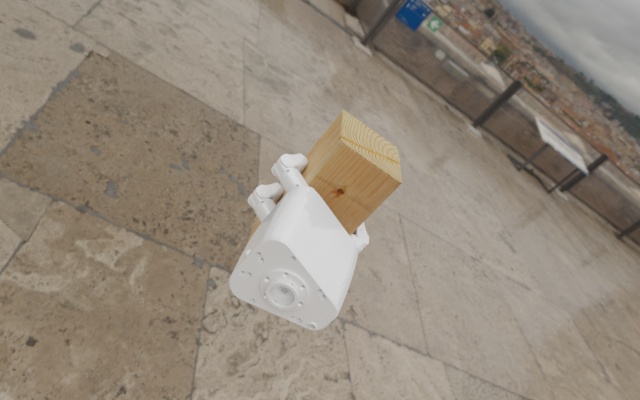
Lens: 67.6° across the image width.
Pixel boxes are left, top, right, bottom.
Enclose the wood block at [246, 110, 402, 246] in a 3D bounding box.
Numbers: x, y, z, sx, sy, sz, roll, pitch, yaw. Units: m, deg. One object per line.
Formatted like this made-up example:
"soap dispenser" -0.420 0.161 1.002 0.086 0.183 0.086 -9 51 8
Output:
"wood block" 0.000 0.002 0.610 0.091 0.206 0.090 33 30 -17
